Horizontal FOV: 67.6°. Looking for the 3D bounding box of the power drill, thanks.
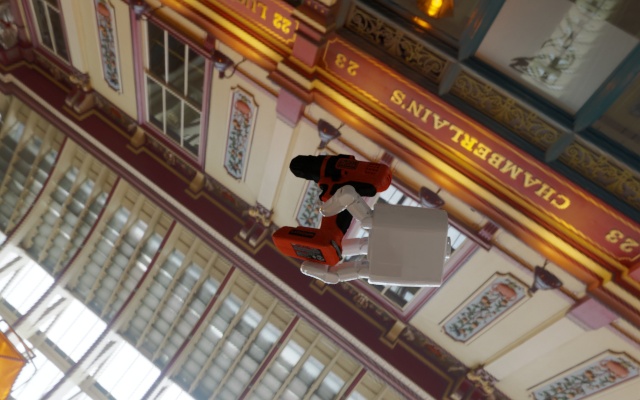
[{"bbox_3d":[0.000,0.003,0.752,0.184,0.187,0.057,9,-34,30],"label":"power drill"}]
